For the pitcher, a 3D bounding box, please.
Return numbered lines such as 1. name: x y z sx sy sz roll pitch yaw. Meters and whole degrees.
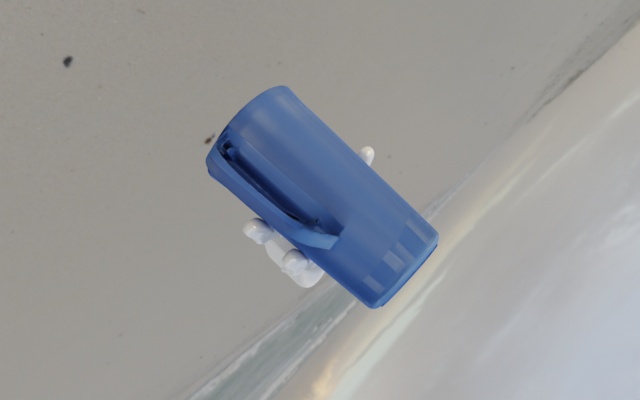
1. pitcher: 0.000 0.002 0.512 0.149 0.243 0.145 -44 -12 -21
